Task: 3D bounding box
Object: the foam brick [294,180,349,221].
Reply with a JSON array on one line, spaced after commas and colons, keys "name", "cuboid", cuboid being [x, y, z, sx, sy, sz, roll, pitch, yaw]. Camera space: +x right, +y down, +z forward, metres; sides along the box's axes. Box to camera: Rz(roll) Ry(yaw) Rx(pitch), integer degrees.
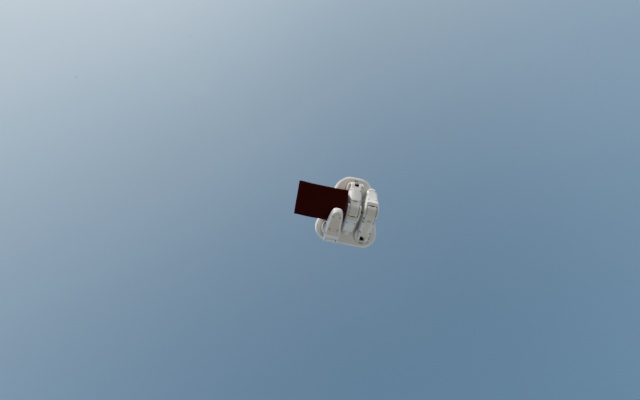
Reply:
[{"name": "foam brick", "cuboid": [0.000, 0.002, 0.744, 0.078, 0.053, 0.051, 12, -1, -3]}]
